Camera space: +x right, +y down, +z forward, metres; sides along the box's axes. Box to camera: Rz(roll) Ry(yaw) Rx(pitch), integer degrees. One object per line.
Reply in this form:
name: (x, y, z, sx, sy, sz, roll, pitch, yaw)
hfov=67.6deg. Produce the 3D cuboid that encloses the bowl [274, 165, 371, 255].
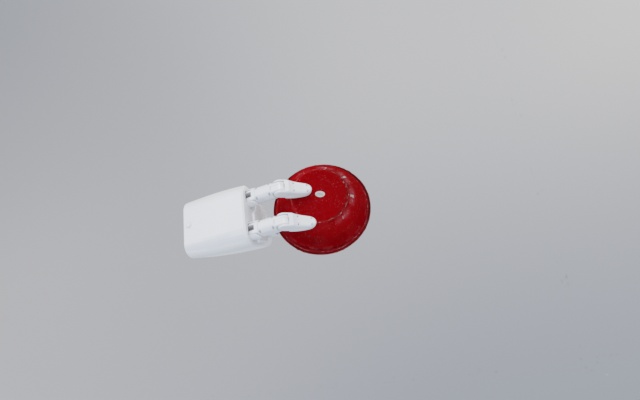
bowl: (0.001, 0.002, 0.764, 0.162, 0.162, 0.055, 0, -24, 5)
